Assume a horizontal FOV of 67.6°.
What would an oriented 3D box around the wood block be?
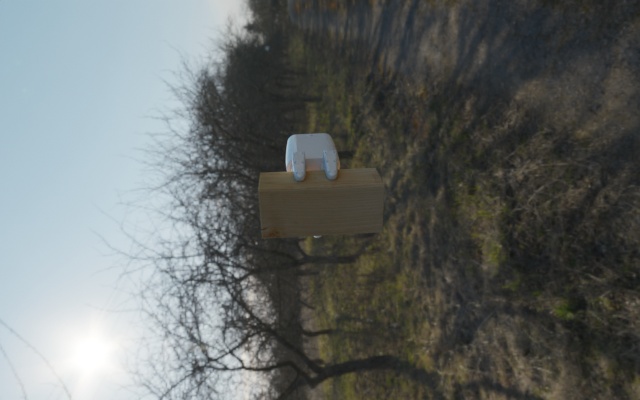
[{"bbox_3d":[0.000,0.003,0.828,0.206,0.091,0.090,-3,24,-3],"label":"wood block"}]
